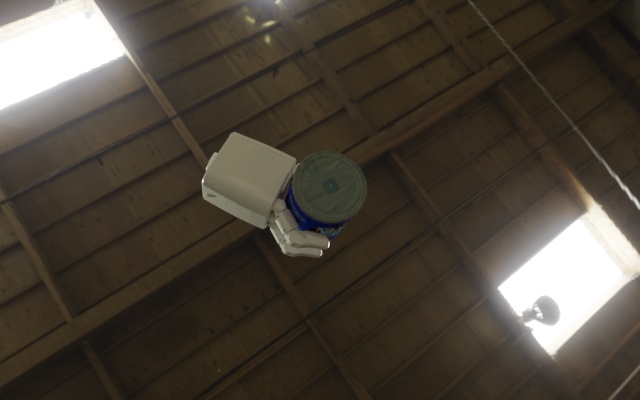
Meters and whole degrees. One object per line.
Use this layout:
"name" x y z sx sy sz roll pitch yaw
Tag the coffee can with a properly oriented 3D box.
"coffee can" 0.000 0.002 0.704 0.103 0.102 0.140 0 -19 -12
